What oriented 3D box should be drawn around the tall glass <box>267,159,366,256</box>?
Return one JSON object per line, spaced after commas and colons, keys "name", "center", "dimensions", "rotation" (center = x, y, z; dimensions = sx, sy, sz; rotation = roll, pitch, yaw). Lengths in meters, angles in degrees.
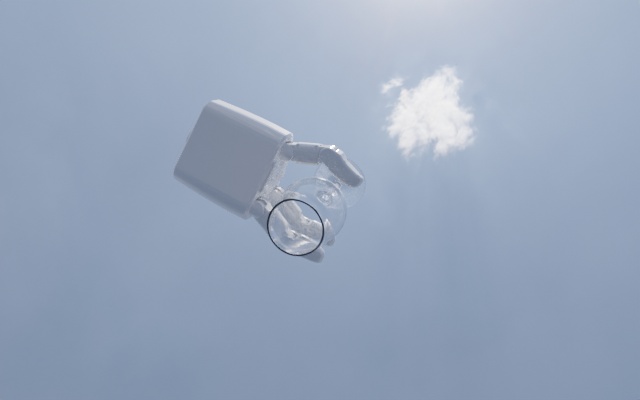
{"name": "tall glass", "center": [0.000, 0.002, 0.576], "dimensions": [0.079, 0.079, 0.201], "rotation": [0, 15, 16]}
